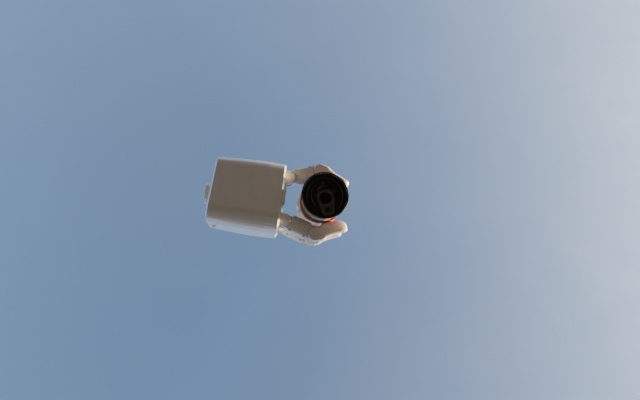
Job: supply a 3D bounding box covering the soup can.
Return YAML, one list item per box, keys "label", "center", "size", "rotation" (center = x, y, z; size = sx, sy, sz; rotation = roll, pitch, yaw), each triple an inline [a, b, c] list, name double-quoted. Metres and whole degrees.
- label: "soup can"
  center: [0.001, 0.002, 0.720]
  size: [0.068, 0.068, 0.102]
  rotation: [0, -11, -8]
